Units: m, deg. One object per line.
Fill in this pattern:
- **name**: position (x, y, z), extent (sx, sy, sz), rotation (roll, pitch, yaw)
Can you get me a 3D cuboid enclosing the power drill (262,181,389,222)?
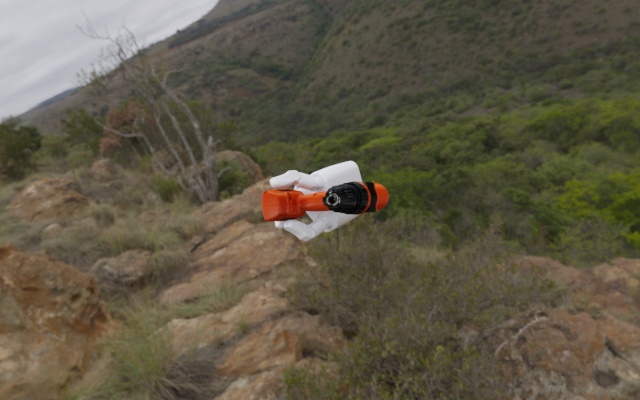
- **power drill**: position (0.000, 0.003, 0.786), extent (0.187, 0.057, 0.184), rotation (-4, -2, 28)
